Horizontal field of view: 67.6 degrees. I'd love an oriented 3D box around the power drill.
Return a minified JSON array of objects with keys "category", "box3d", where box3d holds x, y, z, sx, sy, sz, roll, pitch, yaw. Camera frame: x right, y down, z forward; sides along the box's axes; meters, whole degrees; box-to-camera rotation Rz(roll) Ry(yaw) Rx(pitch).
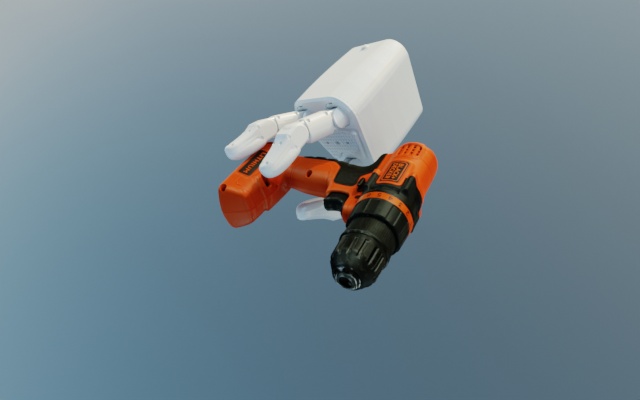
[{"category":"power drill","box3d":[0.000,0.001,0.450,0.187,0.057,0.184,9,37,27]}]
